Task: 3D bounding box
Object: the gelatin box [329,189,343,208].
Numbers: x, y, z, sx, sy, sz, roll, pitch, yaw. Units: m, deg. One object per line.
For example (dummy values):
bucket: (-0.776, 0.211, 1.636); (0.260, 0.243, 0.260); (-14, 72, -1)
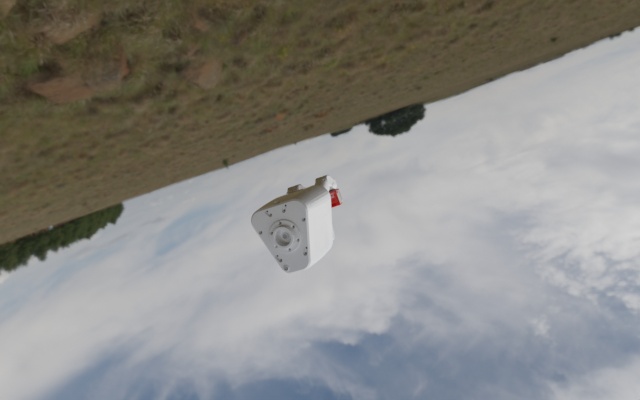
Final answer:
gelatin box: (0.000, 0.003, 0.861); (0.073, 0.030, 0.089); (-18, 2, 7)
